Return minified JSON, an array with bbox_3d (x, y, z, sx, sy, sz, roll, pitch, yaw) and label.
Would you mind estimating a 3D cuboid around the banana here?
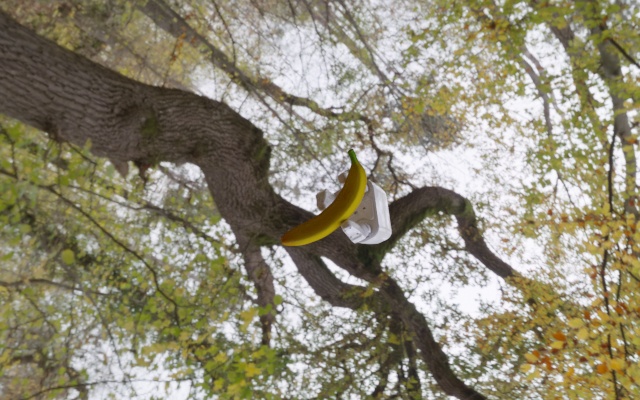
[{"bbox_3d":[0.017,0.011,0.788,0.069,0.198,0.037,38,10,0],"label":"banana"}]
